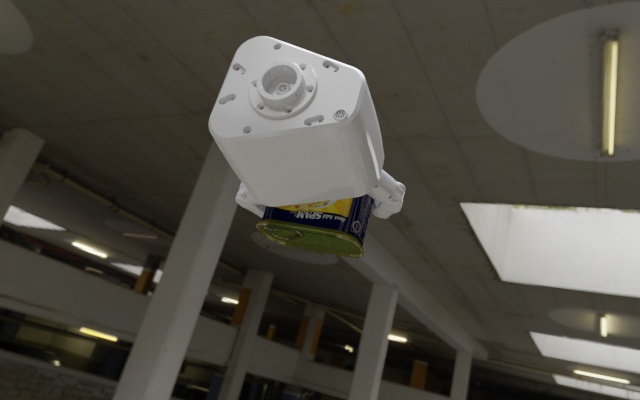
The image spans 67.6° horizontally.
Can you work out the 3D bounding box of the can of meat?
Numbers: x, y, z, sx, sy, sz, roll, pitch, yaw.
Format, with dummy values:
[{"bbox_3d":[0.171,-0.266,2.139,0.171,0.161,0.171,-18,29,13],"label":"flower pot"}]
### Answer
[{"bbox_3d":[0.000,0.001,0.461,0.102,0.084,0.057,8,-21,20],"label":"can of meat"}]
